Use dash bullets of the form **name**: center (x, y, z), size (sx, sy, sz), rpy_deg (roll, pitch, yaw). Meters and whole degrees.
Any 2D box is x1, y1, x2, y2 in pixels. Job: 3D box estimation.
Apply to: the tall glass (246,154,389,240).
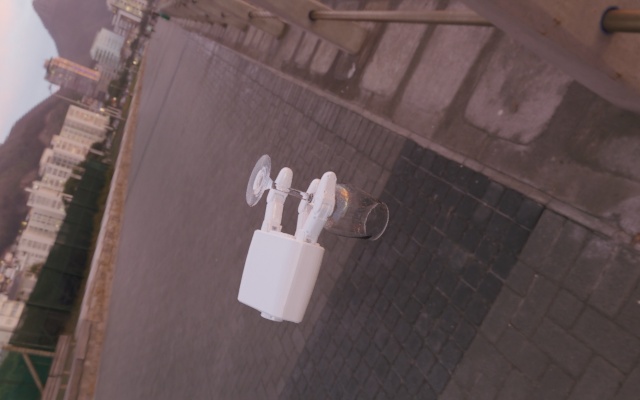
- **tall glass**: center (0.000, 0.002, 0.688), size (0.201, 0.079, 0.079), rpy_deg (19, -8, -25)
